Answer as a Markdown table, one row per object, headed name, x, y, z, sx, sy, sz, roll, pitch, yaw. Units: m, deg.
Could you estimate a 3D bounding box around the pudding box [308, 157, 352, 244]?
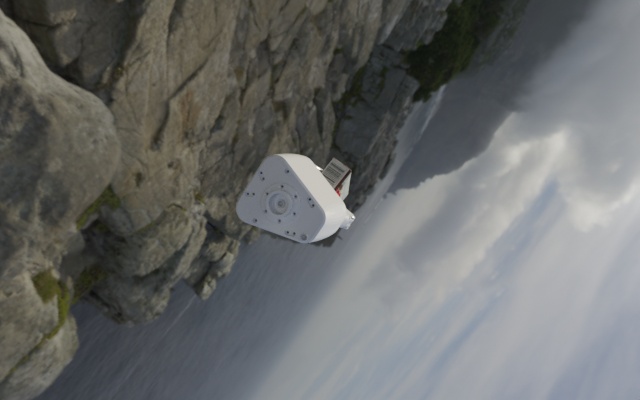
| name | x | y | z | sx | sy | sz | roll | pitch | yaw |
| --- | --- | --- | --- | --- | --- | --- | --- | --- | --- |
| pudding box | 0.000 | 0.002 | 0.726 | 0.039 | 0.113 | 0.090 | 36 | -17 | 13 |
